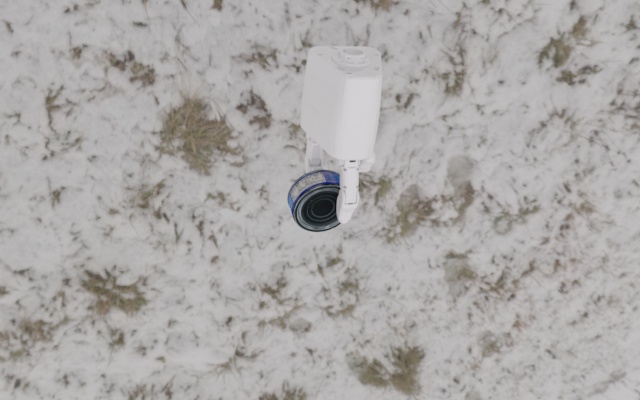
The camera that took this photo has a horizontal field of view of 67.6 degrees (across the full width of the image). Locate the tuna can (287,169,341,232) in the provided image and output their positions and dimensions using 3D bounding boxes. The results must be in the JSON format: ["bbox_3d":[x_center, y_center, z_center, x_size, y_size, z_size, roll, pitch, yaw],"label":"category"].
[{"bbox_3d":[0.000,0.003,0.648,0.086,0.086,0.033,0,39,-19],"label":"tuna can"}]
